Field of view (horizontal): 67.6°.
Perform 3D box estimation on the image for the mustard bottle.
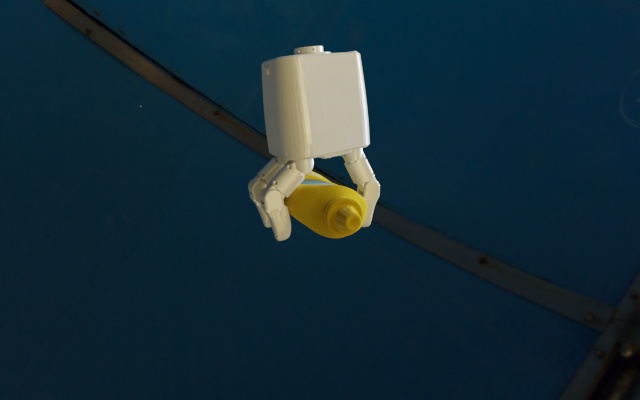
[{"bbox_3d":[0.000,0.002,0.557,0.096,0.058,0.191,14,6,-23],"label":"mustard bottle"}]
